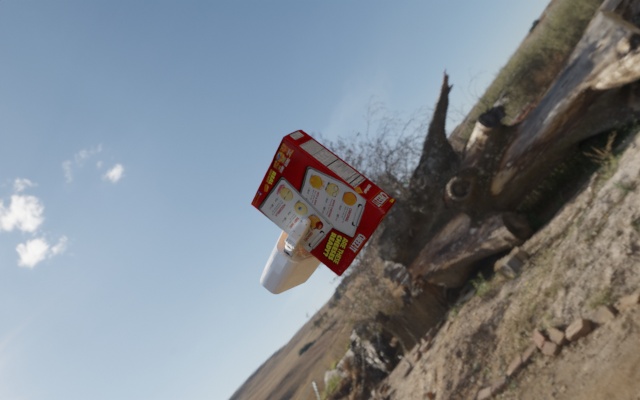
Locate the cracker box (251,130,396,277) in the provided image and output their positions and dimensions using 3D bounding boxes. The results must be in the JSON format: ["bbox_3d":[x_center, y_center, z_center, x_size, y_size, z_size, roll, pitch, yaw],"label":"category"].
[{"bbox_3d":[0.000,0.003,0.842,0.213,0.164,0.072,38,35,10],"label":"cracker box"}]
